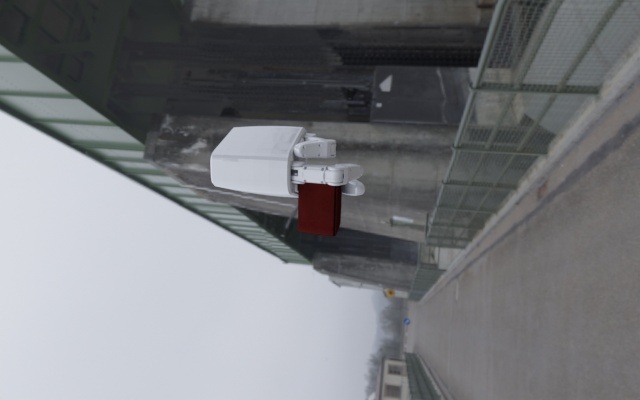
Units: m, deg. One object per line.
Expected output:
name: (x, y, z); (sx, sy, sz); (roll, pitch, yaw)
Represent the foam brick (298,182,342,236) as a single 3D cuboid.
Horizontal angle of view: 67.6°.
foam brick: (0.000, 0.002, 0.644); (0.051, 0.078, 0.053); (4, 15, 9)
